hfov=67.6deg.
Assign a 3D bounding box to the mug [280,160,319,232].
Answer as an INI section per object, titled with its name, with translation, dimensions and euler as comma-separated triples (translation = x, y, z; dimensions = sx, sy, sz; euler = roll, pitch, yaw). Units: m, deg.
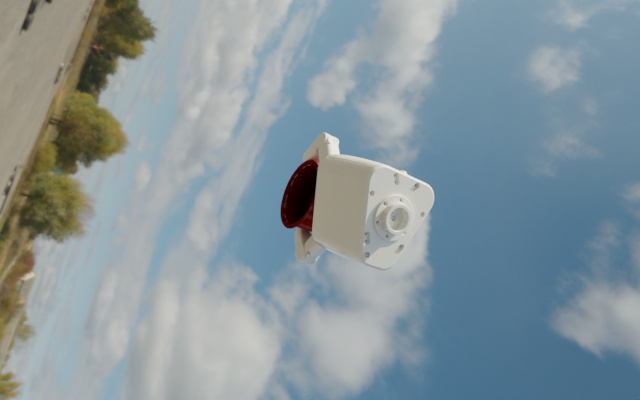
[mug]
translation = 0.000, 0.002, 0.640
dimensions = 0.081, 0.093, 0.117
euler = 21, 0, -28
